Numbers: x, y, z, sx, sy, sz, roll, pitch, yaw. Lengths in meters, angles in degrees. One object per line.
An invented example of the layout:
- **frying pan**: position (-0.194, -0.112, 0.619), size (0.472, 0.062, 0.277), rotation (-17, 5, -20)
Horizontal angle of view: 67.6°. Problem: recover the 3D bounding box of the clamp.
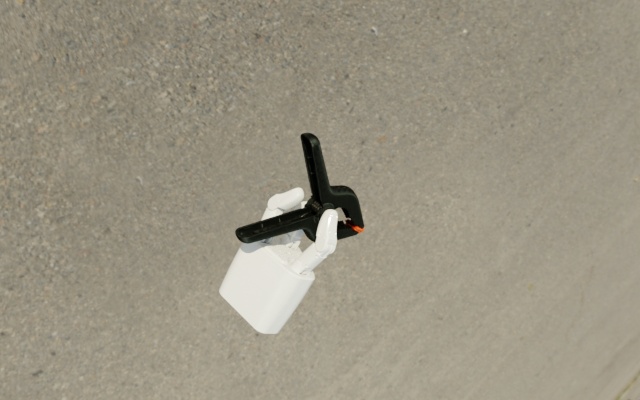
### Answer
- **clamp**: position (0.001, 0.003, 0.664), size (0.210, 0.164, 0.036), rotation (17, 20, -46)
